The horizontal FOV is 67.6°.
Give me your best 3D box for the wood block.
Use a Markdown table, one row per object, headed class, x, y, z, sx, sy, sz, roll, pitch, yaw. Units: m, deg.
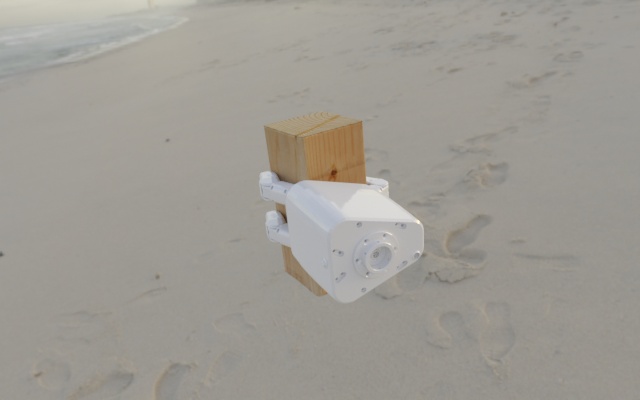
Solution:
| class | x | y | z | sx | sy | sz | roll | pitch | yaw |
| --- | --- | --- | --- | --- | --- | --- | --- | --- | --- |
| wood block | 0.001 | 0.002 | 0.608 | 0.091 | 0.206 | 0.090 | -20 | 27 | -30 |
